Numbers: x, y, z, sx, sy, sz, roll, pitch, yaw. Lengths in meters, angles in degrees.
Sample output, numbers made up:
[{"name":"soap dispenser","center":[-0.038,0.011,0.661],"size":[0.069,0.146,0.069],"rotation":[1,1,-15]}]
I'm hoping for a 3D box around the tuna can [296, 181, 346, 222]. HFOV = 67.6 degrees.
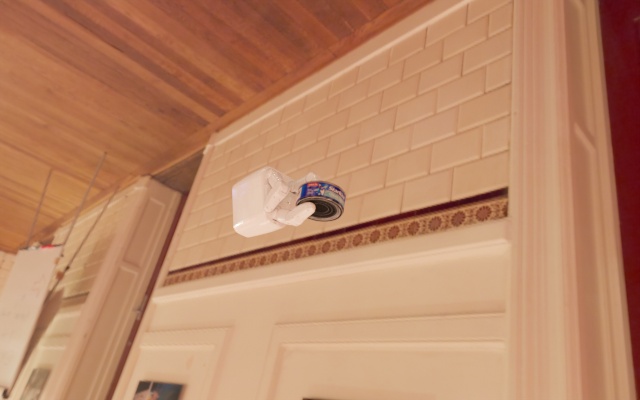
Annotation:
[{"name":"tuna can","center":[0.000,0.003,0.833],"size":[0.086,0.033,0.086],"rotation":[6,-32,4]}]
